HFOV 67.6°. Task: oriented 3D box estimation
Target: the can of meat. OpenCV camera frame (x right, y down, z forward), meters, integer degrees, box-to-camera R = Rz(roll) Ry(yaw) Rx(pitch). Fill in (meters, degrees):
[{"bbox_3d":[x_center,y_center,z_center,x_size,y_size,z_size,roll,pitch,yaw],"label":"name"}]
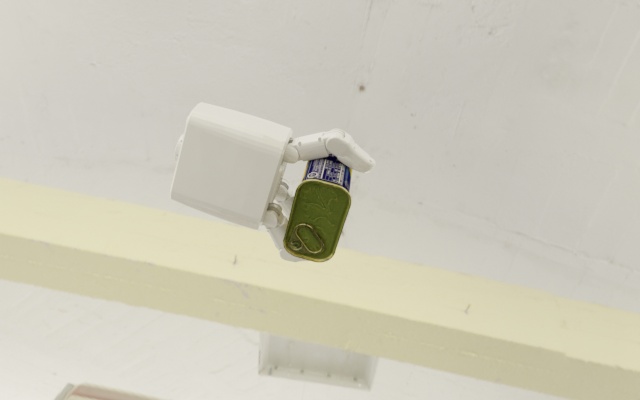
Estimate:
[{"bbox_3d":[0.000,0.001,0.527,0.057,0.102,0.084,15,34,-2],"label":"can of meat"}]
